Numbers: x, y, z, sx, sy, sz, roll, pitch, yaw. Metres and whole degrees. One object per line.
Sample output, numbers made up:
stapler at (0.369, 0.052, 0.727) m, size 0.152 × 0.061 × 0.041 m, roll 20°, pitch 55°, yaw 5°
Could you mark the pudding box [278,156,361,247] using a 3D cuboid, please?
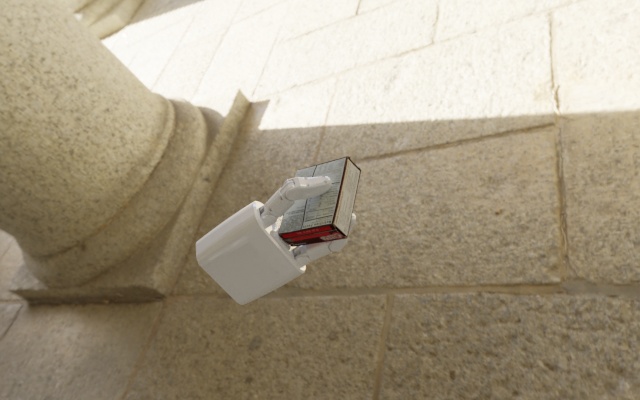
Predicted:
pudding box at (0.000, 0.002, 0.632) m, size 0.090 × 0.113 × 0.039 m, roll -12°, pitch -39°, yaw 34°
